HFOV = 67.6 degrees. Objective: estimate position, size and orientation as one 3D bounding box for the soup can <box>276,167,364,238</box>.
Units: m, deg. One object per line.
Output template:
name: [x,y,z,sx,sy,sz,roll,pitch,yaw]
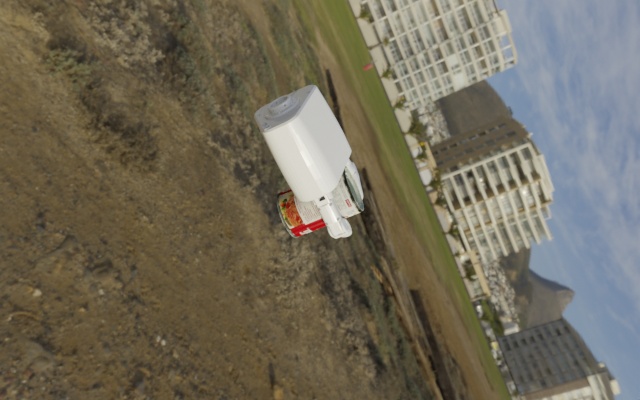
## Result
soup can: [0.001,0.002,0.657,0.102,0.068,0.068,-22,-5,14]
